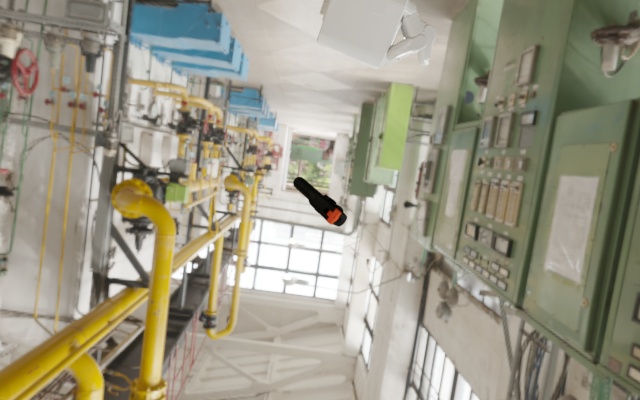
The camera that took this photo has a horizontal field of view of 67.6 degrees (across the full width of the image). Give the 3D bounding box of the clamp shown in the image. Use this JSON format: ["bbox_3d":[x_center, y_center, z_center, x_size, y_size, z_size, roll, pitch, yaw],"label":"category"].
[{"bbox_3d":[0.000,0.003,0.879,0.120,0.039,0.171,32,2,-7],"label":"clamp"}]
